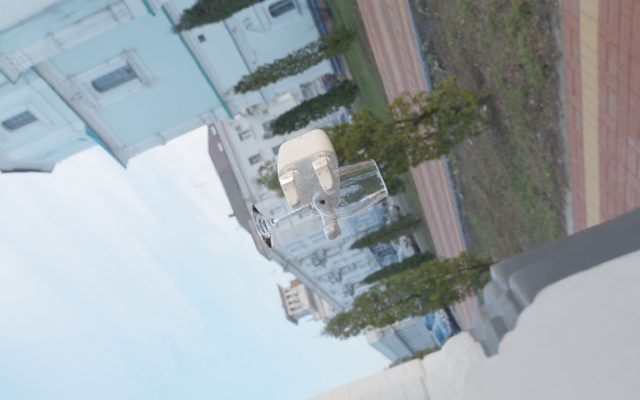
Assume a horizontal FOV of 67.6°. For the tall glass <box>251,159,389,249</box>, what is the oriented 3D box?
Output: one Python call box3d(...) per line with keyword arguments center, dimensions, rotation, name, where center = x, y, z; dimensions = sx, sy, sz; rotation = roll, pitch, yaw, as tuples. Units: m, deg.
box3d(center=(0.000, 0.003, 0.735), dimensions=(0.201, 0.079, 0.079), rotation=(-22, -3, 6), name="tall glass")
